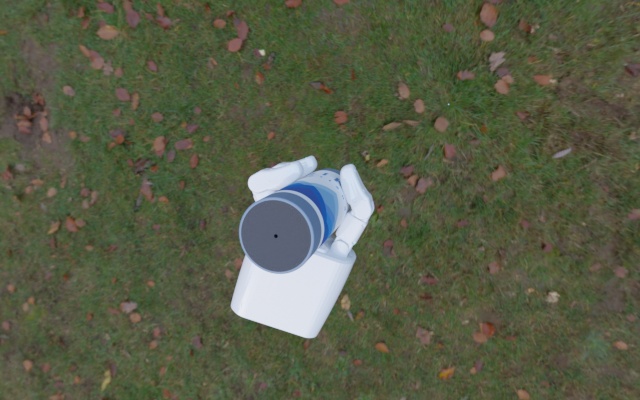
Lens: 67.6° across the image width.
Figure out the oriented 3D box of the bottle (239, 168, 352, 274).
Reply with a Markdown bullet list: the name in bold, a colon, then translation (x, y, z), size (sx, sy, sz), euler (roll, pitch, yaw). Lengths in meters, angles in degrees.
- **bottle**: translation (0.000, 0.002, 0.535), size (0.069, 0.069, 0.295), euler (0, 11, 15)
